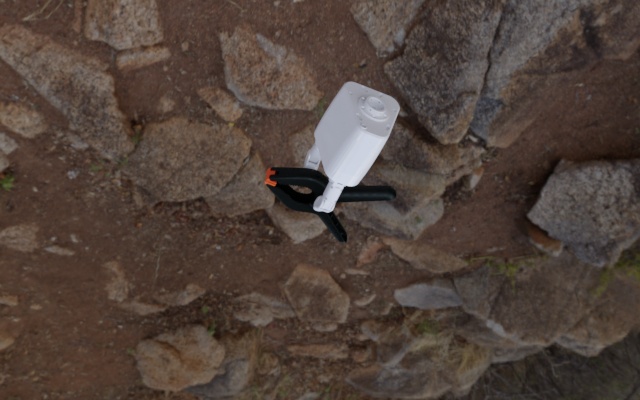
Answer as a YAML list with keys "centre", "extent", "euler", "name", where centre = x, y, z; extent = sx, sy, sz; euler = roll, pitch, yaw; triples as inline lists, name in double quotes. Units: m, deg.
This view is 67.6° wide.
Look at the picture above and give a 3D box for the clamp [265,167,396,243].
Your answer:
- centre: [0.000, 0.003, 0.815]
  extent: [0.210, 0.036, 0.165]
  euler: [18, -43, -15]
  name: "clamp"
